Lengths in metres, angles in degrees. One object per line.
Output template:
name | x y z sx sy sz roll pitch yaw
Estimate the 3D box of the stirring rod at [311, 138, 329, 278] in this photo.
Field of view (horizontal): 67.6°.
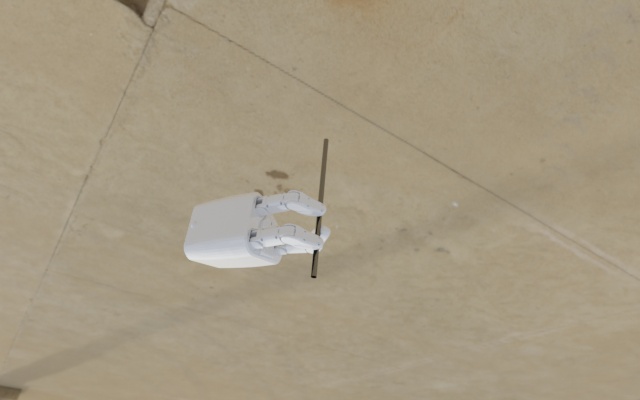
stirring rod | 0.000 0.002 0.701 0.011 0.239 0.011 4 -34 2
